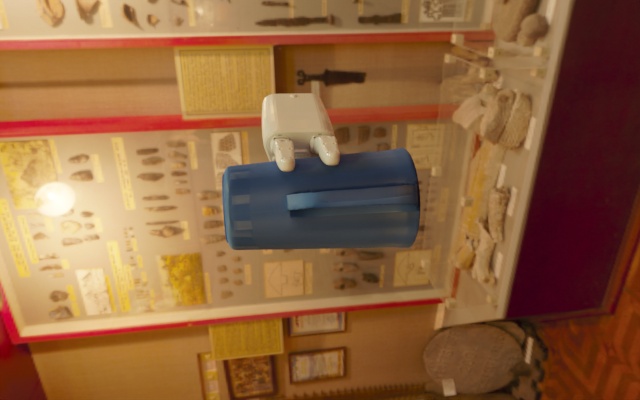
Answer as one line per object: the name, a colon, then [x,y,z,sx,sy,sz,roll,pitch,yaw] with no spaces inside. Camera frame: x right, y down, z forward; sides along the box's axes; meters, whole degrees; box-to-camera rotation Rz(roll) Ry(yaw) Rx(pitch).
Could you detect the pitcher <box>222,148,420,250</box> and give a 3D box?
pitcher: [0.000,0.002,0.613,0.243,0.149,0.145,-4,44,-8]
